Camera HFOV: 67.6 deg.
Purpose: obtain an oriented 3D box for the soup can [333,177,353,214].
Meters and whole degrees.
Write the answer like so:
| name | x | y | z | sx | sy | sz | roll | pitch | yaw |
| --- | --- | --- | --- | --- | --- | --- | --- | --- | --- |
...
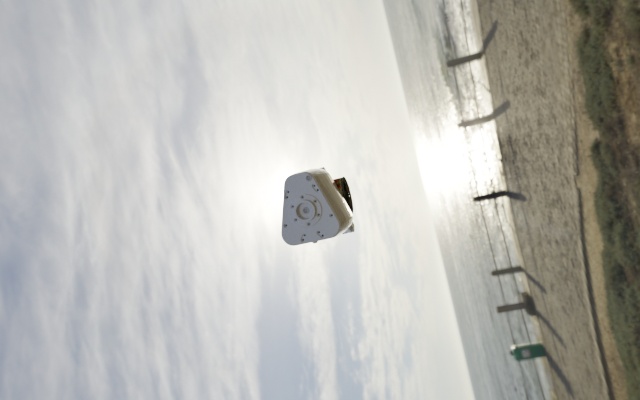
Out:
| name | x | y | z | sx | sy | sz | roll | pitch | yaw |
| --- | --- | --- | --- | --- | --- | --- | --- | --- | --- |
| soup can | 0.000 | 0.003 | 0.837 | 0.102 | 0.068 | 0.068 | -13 | -3 | 12 |
